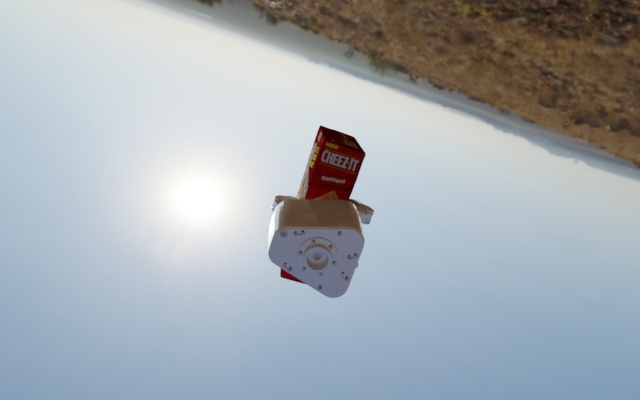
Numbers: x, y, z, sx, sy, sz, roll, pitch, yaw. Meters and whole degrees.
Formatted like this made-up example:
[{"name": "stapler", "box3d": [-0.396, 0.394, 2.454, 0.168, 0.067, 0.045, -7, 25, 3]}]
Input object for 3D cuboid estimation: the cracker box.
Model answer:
[{"name": "cracker box", "box3d": [0.000, 0.003, 0.747, 0.072, 0.214, 0.164, 17, 15, -7]}]
